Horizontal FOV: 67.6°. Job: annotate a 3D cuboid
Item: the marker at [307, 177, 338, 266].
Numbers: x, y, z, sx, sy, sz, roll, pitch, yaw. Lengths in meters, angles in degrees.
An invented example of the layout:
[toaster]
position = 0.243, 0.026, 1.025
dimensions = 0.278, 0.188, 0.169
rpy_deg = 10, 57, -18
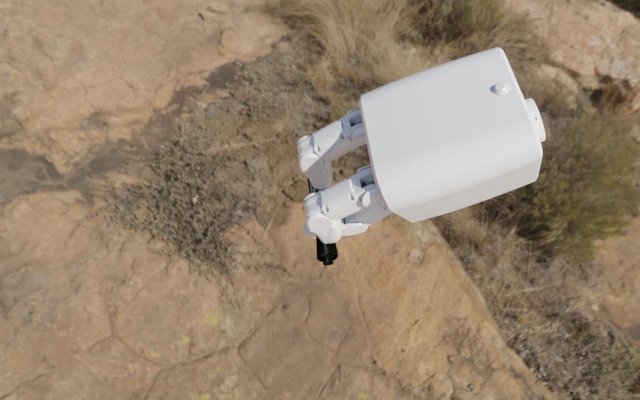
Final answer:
[marker]
position = 0.000, 0.001, 0.433
dimensions = 0.020, 0.121, 0.020
rpy_deg = -6, -29, -3
